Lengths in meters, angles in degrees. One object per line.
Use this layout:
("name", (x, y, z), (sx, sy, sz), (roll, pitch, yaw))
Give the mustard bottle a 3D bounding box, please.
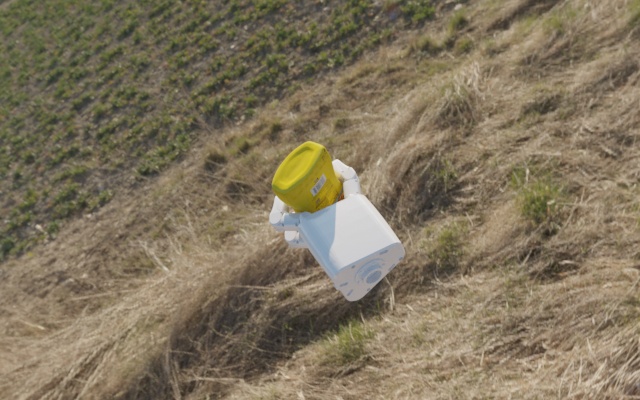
("mustard bottle", (0.000, 0.002, 0.747), (0.058, 0.096, 0.192), (23, -22, 36))
